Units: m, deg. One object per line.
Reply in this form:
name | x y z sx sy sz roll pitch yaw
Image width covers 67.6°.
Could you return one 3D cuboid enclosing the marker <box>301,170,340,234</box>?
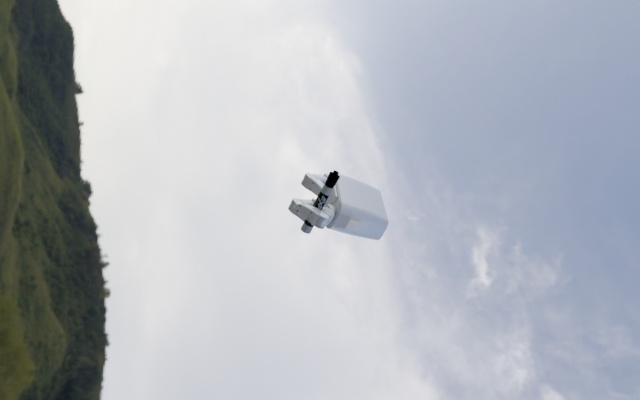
marker | 0.000 0.003 0.802 0.020 0.121 0.020 24 21 -10
